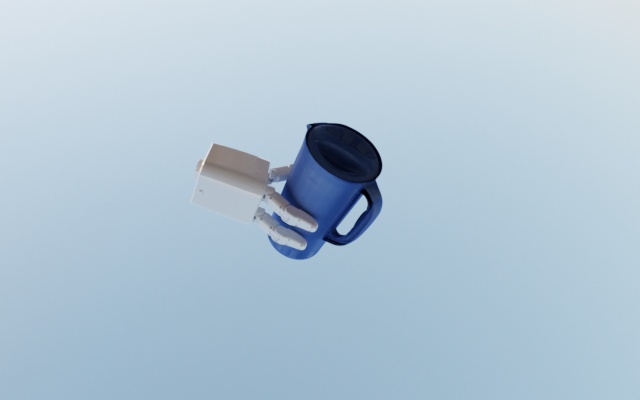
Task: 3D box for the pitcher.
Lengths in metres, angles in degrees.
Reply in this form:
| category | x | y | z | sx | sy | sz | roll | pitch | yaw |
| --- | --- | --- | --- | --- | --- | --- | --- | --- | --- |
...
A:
| category | x | y | z | sx | sy | sz | roll | pitch | yaw |
| --- | --- | --- | --- | --- | --- | --- | --- | --- | --- |
| pitcher | 0.000 | 0.003 | 0.813 | 0.145 | 0.149 | 0.243 | 19 | -46 | -13 |
